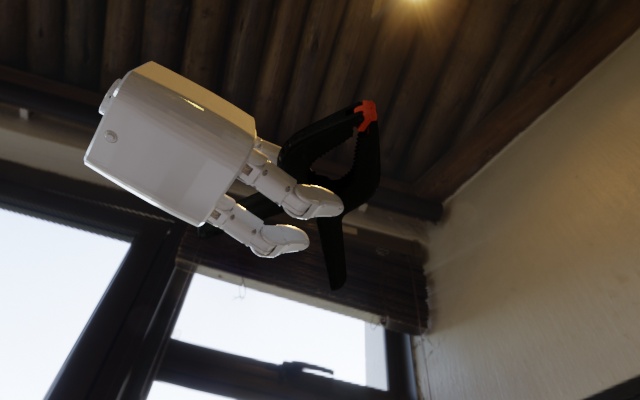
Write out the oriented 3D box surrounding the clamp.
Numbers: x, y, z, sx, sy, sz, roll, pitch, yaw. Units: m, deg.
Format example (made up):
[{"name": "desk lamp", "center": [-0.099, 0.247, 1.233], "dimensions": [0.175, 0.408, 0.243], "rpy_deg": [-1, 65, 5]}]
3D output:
[{"name": "clamp", "center": [0.000, 0.001, 0.451], "dimensions": [0.164, 0.210, 0.036], "rpy_deg": [29, 33, -20]}]
